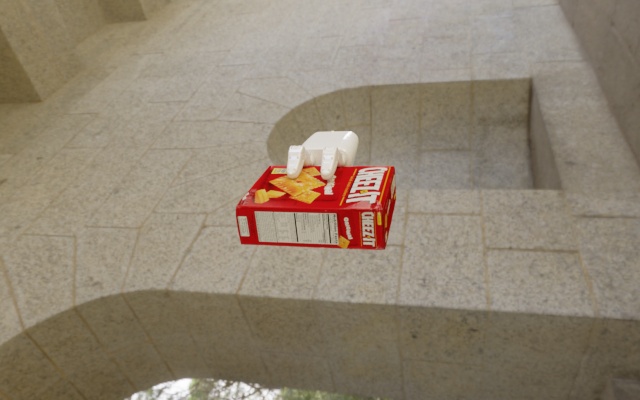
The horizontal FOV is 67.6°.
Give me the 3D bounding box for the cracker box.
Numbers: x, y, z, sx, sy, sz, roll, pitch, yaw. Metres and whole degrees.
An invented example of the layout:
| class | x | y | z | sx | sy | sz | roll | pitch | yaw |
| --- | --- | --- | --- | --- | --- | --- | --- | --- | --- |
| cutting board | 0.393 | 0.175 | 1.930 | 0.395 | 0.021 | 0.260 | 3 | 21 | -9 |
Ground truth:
| class | x | y | z | sx | sy | sz | roll | pitch | yaw |
| --- | --- | --- | --- | --- | --- | --- | --- | --- | --- |
| cracker box | 0.000 | 0.003 | 0.727 | 0.213 | 0.072 | 0.164 | 1 | 25 | 14 |
